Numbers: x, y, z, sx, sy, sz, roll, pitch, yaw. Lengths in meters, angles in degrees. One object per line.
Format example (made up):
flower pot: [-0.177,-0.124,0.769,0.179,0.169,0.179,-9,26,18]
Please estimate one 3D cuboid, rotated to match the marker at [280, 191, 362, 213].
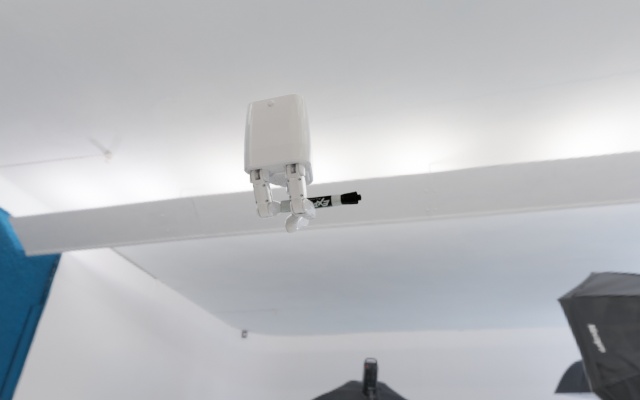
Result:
marker: [0.000,0.002,0.699,0.121,0.020,0.020,-7,-2,16]
